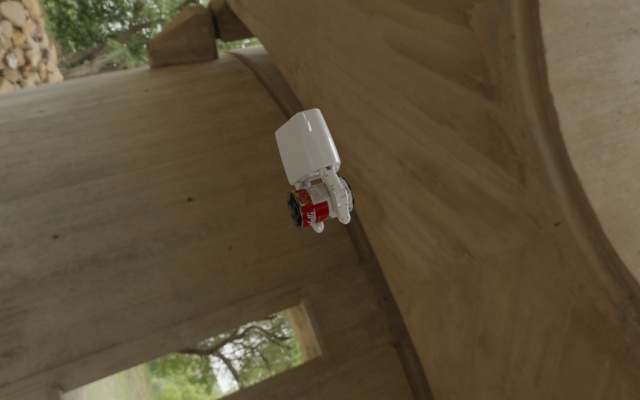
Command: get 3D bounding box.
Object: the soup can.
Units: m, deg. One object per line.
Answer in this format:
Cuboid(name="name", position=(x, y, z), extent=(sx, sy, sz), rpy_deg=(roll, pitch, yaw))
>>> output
Cuboid(name="soup can", position=(0.001, 0.003, 0.845), extent=(0.102, 0.068, 0.068), rpy_deg=(-17, 6, -19))
